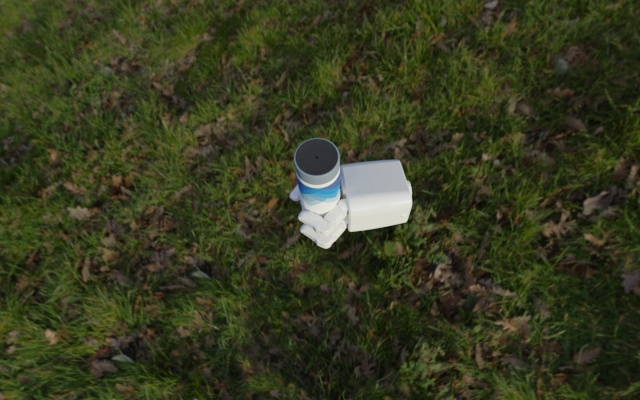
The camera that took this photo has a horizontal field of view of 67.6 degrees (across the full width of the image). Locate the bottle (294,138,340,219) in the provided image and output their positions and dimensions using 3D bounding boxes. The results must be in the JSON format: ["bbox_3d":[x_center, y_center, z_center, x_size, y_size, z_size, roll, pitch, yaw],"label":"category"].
[{"bbox_3d":[0.000,0.003,0.817,0.069,0.069,0.296,0,-26,2],"label":"bottle"}]
